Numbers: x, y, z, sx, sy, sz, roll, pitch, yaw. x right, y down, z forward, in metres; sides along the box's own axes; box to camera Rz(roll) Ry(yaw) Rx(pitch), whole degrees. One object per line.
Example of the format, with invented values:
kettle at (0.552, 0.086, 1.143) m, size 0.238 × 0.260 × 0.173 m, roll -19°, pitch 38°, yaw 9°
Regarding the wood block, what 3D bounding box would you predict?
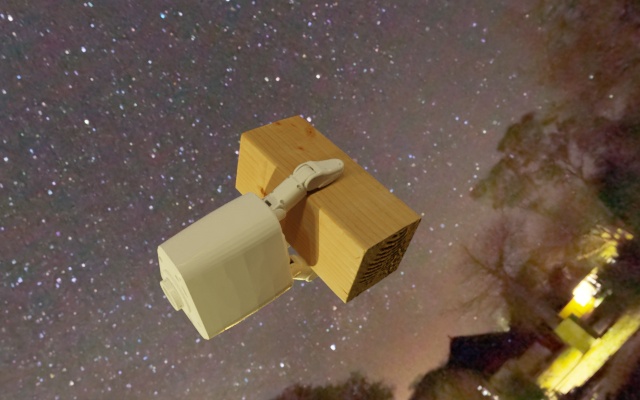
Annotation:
wood block at (0.000, 0.002, 0.548) m, size 0.090 × 0.091 × 0.206 m, roll -25°, pitch 56°, yaw -36°
